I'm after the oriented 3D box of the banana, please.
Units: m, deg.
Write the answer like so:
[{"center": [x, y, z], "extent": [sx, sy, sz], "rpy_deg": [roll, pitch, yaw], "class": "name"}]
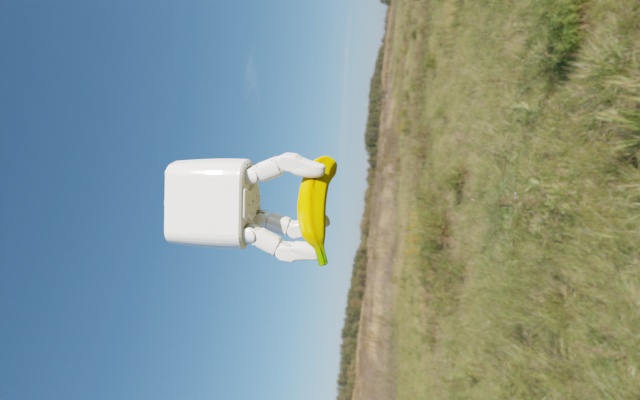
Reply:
[{"center": [-0.004, -0.009, 0.633], "extent": [0.037, 0.070, 0.197], "rpy_deg": [-3, 43, 12], "class": "banana"}]
